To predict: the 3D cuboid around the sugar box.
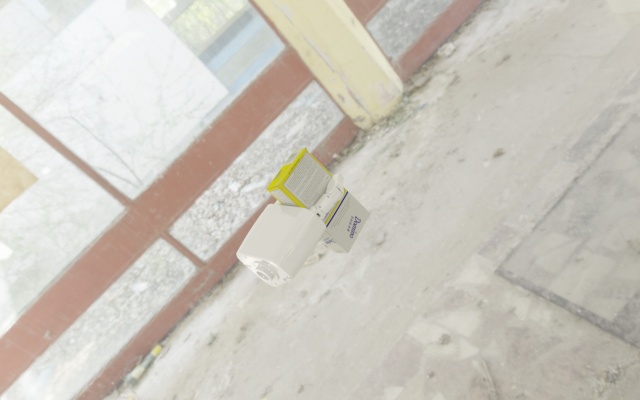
[{"bbox_3d":[0.000,0.003,0.823,0.176,0.093,0.048,46,-31,-23],"label":"sugar box"}]
